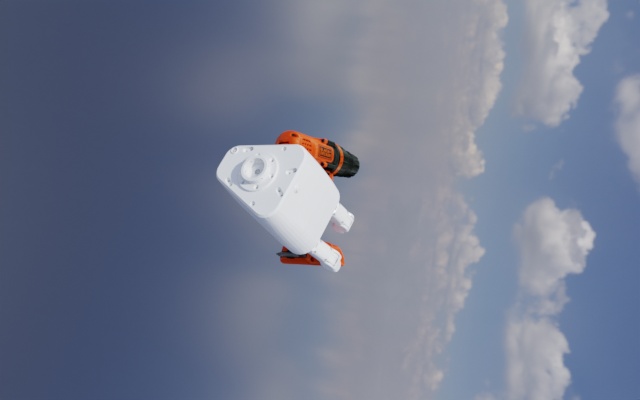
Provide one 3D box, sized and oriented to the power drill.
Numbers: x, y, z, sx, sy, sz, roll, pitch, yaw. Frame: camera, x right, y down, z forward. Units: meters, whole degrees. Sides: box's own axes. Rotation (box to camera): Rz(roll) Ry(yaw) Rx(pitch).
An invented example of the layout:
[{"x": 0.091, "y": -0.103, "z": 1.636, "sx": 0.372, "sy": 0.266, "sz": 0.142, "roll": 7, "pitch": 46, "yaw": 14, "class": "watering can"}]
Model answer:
[{"x": 0.000, "y": 0.003, "z": 0.705, "sx": 0.057, "sy": 0.187, "sz": 0.184, "roll": -6, "pitch": -10, "yaw": 36, "class": "power drill"}]
